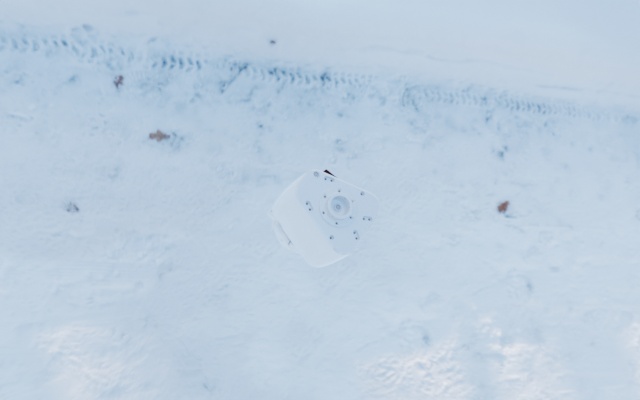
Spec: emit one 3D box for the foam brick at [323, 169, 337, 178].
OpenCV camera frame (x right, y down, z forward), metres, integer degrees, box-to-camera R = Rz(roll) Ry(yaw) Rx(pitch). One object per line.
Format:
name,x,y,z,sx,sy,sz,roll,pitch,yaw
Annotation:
foam brick,0.000,0.002,0.714,0.053,0.078,0.051,39,-23,-5
